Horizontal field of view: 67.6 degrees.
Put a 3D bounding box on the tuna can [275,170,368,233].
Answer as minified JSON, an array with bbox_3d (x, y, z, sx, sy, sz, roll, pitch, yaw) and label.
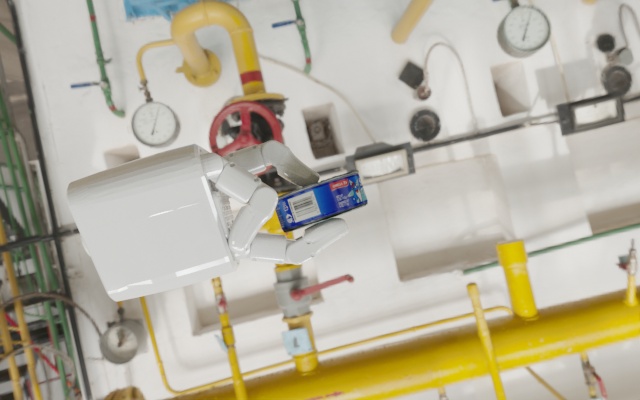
[{"bbox_3d":[0.000,0.002,0.445,0.086,0.034,0.086,-19,-1,0],"label":"tuna can"}]
